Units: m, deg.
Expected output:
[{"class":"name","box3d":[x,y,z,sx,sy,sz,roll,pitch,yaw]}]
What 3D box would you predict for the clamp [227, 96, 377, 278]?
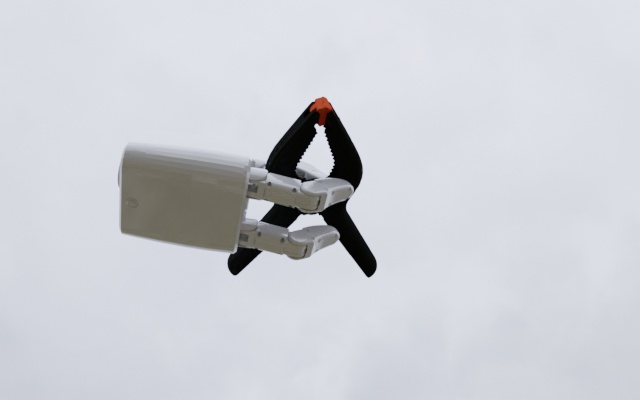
[{"class":"clamp","box3d":[0.000,0.001,0.483,0.164,0.210,0.036,7,32,-13]}]
